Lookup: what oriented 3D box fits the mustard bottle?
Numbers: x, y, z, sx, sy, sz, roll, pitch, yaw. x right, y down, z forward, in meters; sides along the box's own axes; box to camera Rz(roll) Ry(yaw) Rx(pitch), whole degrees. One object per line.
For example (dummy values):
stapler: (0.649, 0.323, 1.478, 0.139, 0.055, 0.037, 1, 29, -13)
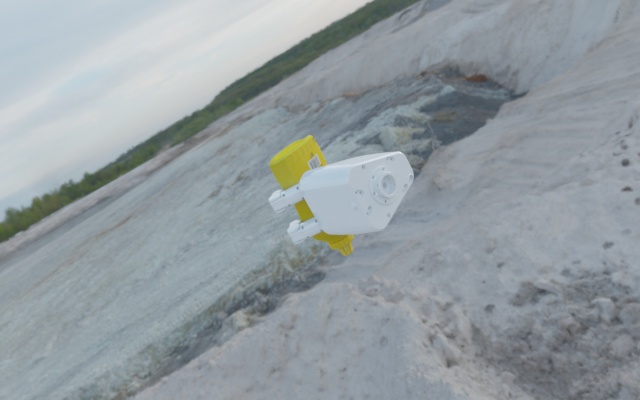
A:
mustard bottle: (0.000, 0.002, 0.731, 0.058, 0.192, 0.096, -19, 18, 33)
